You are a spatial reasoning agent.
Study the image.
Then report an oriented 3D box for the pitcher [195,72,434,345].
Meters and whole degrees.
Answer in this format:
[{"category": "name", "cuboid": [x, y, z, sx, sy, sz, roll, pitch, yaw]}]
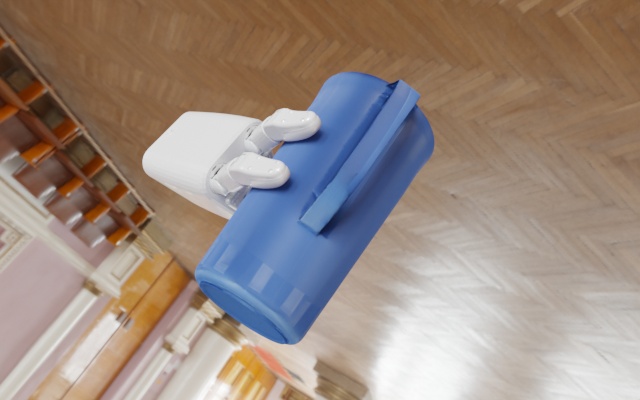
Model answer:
[{"category": "pitcher", "cuboid": [0.000, 0.001, 0.439, 0.145, 0.242, 0.149, 16, -31, 35]}]
